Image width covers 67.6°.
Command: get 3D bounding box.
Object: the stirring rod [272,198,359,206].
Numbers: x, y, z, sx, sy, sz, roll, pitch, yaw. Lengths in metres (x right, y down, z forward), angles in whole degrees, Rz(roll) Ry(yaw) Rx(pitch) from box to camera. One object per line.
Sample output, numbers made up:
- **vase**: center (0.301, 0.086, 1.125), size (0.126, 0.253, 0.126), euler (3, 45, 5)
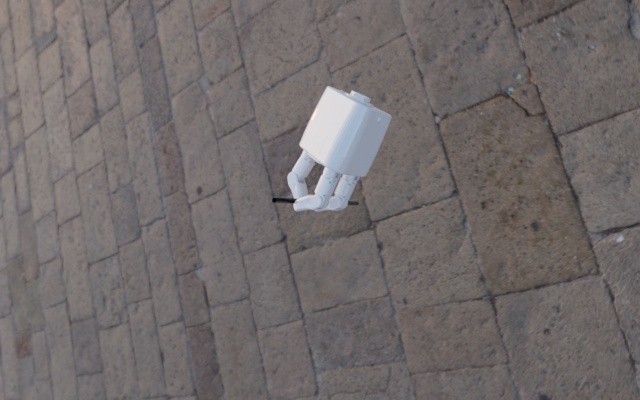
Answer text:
- **stirring rod**: center (0.000, 0.003, 0.815), size (0.011, 0.011, 0.239), euler (0, -2, 36)
